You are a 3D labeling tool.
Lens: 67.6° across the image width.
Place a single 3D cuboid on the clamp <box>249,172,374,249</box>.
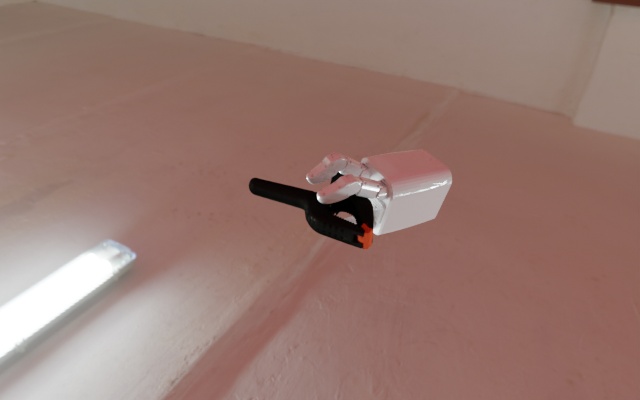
[{"bbox_3d":[0.001,0.003,0.672,0.164,0.036,0.210,-14,36,-18],"label":"clamp"}]
